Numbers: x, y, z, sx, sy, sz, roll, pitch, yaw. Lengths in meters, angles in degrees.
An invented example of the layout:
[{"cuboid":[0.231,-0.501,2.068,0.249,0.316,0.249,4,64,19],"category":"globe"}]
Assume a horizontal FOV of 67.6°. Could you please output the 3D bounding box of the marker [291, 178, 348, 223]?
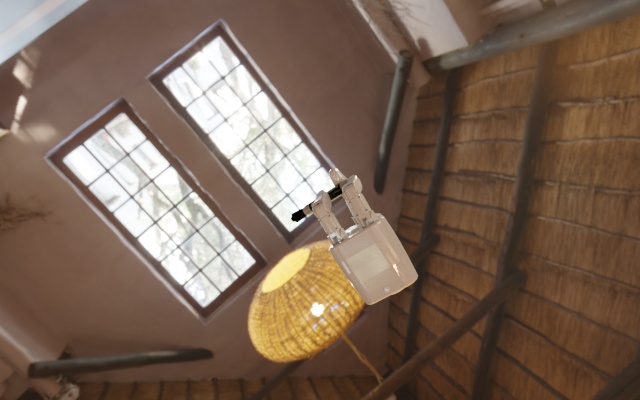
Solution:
[{"cuboid":[0.000,0.002,0.780,0.121,0.020,0.020,-32,-13,21],"category":"marker"}]
